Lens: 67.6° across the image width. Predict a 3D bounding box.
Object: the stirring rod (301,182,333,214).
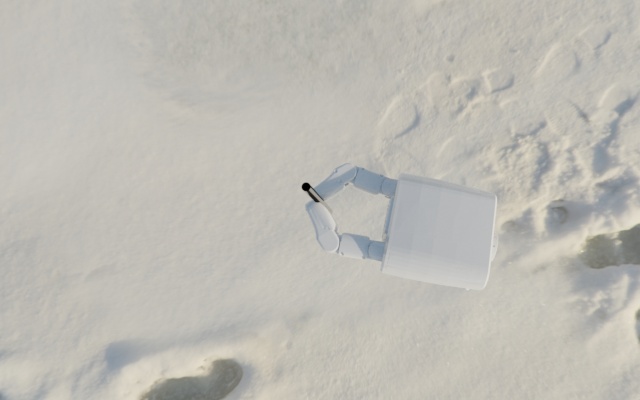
[{"bbox_3d":[0.000,0.002,0.530,0.011,0.011,0.239,0,-6,6],"label":"stirring rod"}]
